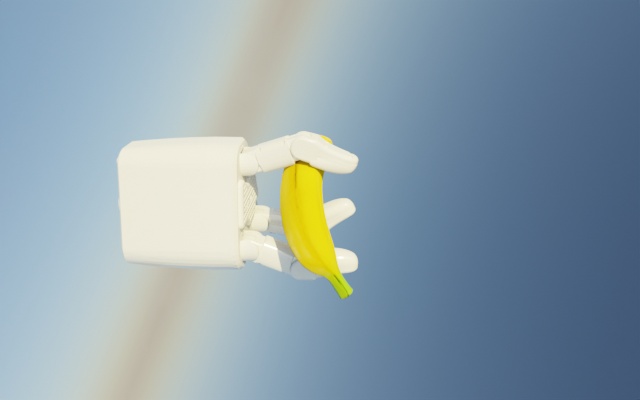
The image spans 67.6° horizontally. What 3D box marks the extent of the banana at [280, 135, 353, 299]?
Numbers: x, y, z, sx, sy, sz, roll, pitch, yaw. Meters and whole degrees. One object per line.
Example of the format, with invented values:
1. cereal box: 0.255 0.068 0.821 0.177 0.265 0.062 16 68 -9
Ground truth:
1. banana: -0.009 -0.007 0.433 0.037 0.197 0.070 -22 -46 19
